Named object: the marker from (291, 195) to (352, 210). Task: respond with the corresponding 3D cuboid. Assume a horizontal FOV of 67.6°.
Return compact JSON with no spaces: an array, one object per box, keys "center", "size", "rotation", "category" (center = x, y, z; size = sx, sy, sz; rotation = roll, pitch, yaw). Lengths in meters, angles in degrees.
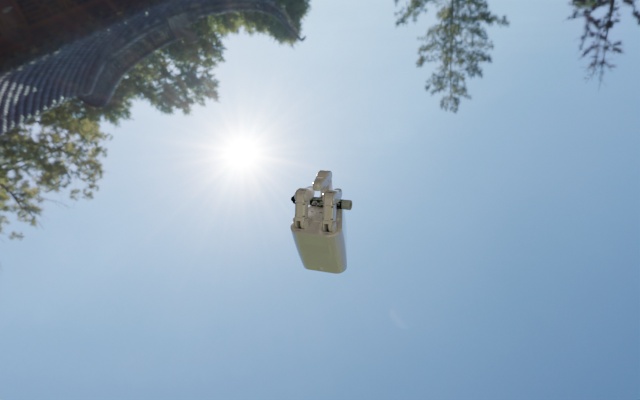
[{"center":[0.000,0.003,0.896],"size":[0.121,0.020,0.020],"rotation":[6,2,22],"category":"marker"}]
